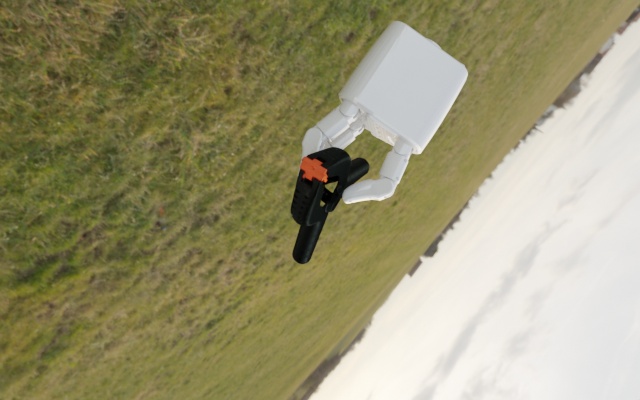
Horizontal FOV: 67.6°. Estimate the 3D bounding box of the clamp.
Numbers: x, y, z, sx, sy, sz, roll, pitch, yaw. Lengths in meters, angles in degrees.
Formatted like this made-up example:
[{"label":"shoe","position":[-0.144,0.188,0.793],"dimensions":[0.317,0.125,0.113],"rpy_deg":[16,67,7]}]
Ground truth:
[{"label":"clamp","position":[0.001,0.002,0.554],"dimensions":[0.036,0.164,0.210],"rpy_deg":[31,-1,13]}]
